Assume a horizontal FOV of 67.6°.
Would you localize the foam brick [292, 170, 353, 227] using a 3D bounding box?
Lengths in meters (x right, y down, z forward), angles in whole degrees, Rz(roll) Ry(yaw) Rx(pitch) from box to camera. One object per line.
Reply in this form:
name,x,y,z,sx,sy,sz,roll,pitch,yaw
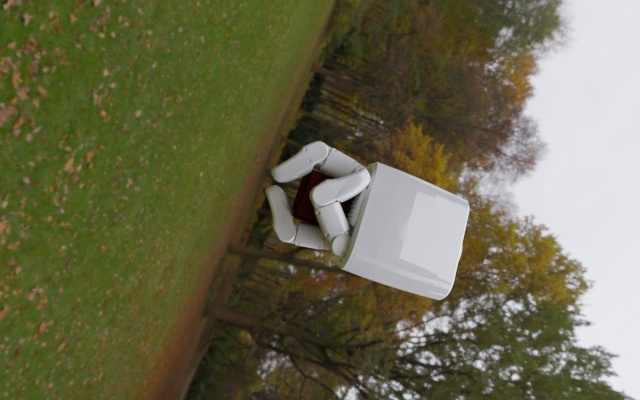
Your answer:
foam brick,0.000,0.002,0.513,0.051,0.053,0.078,19,-3,-6
